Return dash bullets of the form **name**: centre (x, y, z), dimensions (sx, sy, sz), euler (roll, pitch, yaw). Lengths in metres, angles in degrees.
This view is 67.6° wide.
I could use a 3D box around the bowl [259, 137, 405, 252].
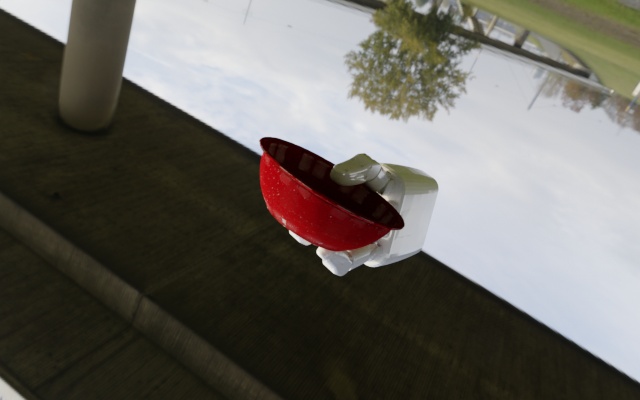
- **bowl**: centre (-0.001, 0.002, 0.468), dimensions (0.162, 0.055, 0.162), euler (30, 14, -8)
